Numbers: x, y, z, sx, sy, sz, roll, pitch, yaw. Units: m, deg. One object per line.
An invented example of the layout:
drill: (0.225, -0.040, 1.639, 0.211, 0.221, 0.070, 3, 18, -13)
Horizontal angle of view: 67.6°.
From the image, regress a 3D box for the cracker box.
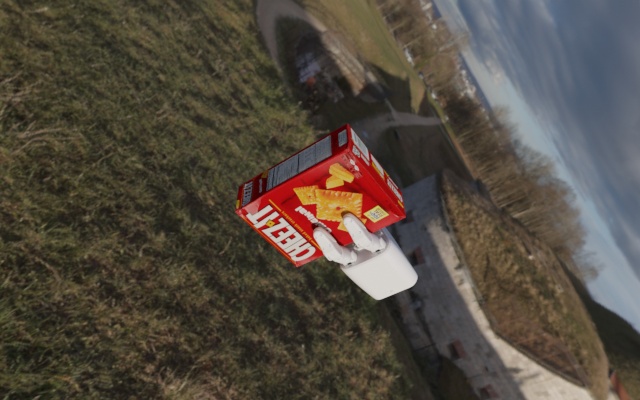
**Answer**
cracker box: (0.000, 0.002, 0.752, 0.214, 0.072, 0.164, -28, -54, 22)
